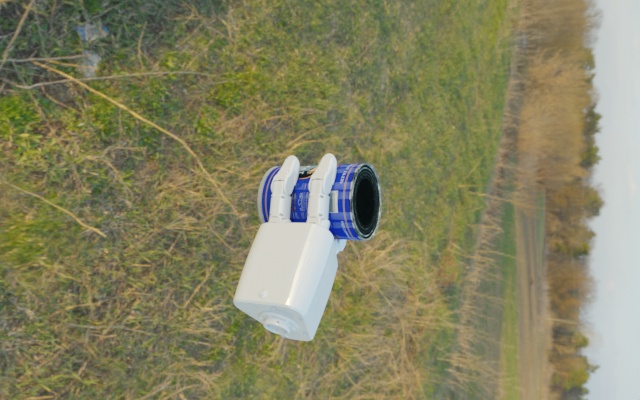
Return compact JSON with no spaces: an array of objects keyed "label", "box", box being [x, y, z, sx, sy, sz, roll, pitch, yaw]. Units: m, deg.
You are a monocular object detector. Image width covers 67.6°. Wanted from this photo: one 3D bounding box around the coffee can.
[{"label":"coffee can","box":[0.000,0.002,0.653,0.140,0.103,0.103,0,0,28]}]
